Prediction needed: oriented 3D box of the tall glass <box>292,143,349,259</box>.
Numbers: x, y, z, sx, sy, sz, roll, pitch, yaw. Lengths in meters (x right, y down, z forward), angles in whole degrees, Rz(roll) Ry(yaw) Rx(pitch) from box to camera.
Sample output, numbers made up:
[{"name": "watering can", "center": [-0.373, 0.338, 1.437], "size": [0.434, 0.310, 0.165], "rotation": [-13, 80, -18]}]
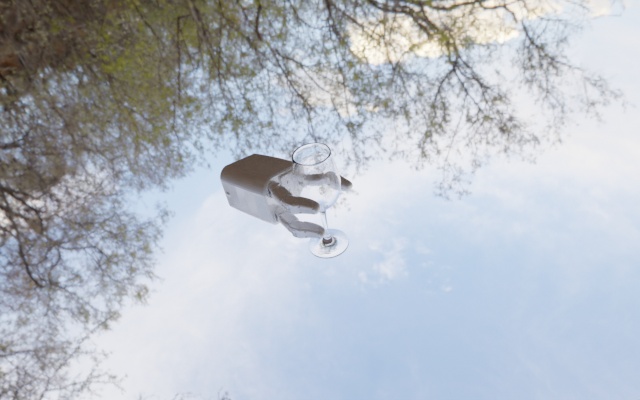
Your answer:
[{"name": "tall glass", "center": [0.000, 0.003, 0.802], "size": [0.079, 0.201, 0.079], "rotation": [-6, 40, 5]}]
